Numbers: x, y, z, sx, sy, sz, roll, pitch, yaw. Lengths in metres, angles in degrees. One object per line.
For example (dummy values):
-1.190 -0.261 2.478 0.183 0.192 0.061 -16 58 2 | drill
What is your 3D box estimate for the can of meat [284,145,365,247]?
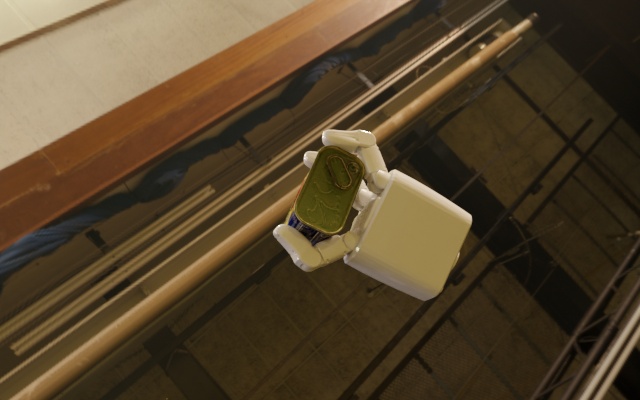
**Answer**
0.000 0.002 0.544 0.057 0.102 0.084 26 -27 -6 | can of meat
